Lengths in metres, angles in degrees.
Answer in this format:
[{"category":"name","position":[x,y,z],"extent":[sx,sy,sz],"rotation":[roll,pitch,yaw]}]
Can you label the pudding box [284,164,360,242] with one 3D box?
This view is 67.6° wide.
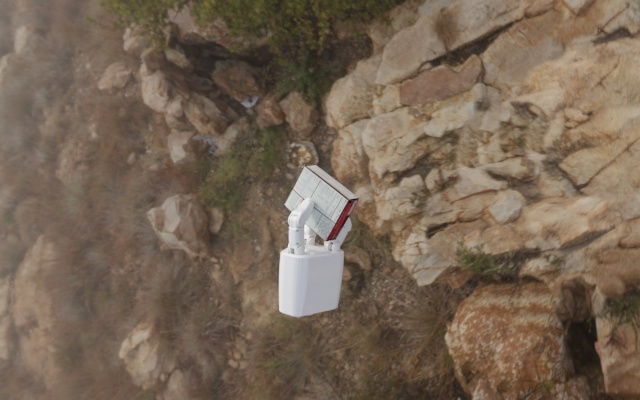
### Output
[{"category":"pudding box","position":[0.000,0.003,0.832],"extent":[0.113,0.090,0.039],"rotation":[39,23,24]}]
